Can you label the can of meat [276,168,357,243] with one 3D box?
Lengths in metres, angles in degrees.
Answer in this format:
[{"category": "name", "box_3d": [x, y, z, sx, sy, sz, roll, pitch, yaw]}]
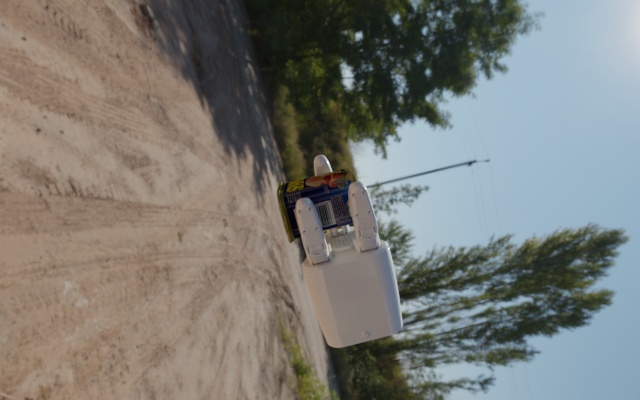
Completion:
[{"category": "can of meat", "box_3d": [0.000, 0.002, 0.532, 0.084, 0.057, 0.102, -14, 11, 1]}]
